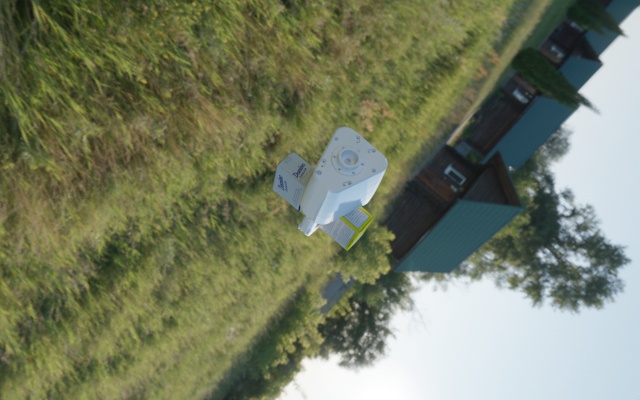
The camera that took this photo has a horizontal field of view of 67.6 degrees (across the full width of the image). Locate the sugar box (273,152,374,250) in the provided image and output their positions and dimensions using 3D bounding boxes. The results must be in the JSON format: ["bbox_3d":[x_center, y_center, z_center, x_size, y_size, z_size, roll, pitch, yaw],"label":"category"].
[{"bbox_3d":[0.001,0.002,0.810,0.048,0.176,0.093,-44,-10,-26],"label":"sugar box"}]
